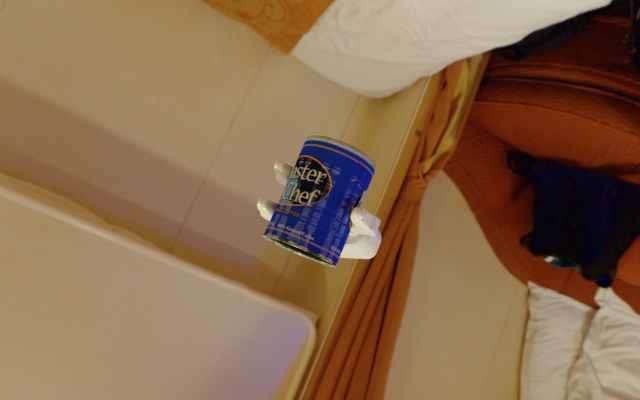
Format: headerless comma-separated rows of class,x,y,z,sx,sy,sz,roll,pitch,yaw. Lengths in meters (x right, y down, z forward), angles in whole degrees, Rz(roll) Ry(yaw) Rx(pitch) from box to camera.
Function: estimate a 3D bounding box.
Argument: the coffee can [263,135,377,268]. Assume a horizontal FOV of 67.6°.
coffee can,0.000,0.002,0.616,0.103,0.140,0.103,22,-11,5
